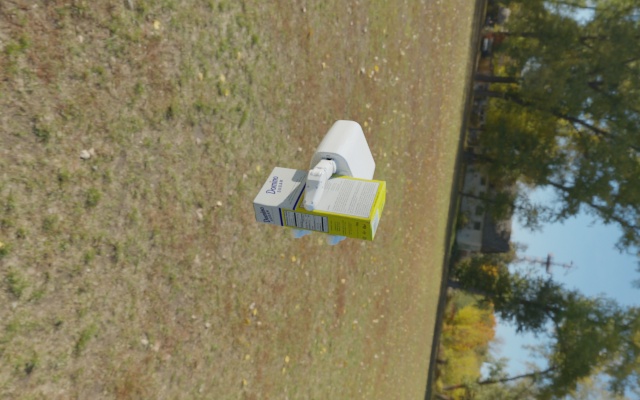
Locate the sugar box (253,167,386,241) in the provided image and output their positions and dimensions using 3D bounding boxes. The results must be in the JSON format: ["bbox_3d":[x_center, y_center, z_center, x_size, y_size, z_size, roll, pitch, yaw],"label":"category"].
[{"bbox_3d":[0.000,0.003,0.703,0.176,0.048,0.093,7,41,17],"label":"sugar box"}]
